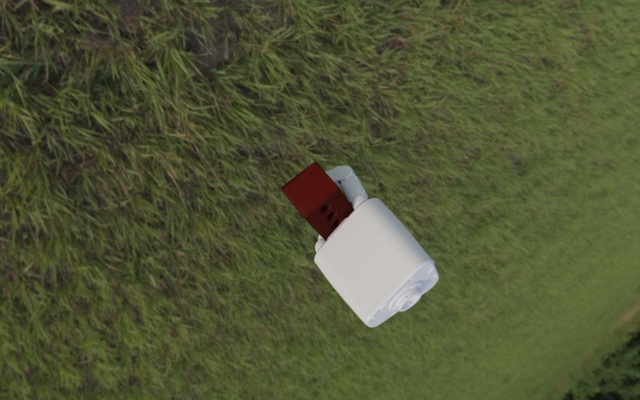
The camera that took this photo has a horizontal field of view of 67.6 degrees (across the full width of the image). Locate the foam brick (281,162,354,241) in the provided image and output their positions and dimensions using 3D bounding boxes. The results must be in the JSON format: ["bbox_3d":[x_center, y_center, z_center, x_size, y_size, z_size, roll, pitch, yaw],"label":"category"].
[{"bbox_3d":[0.000,0.002,0.567,0.053,0.051,0.078,-40,-32,0],"label":"foam brick"}]
